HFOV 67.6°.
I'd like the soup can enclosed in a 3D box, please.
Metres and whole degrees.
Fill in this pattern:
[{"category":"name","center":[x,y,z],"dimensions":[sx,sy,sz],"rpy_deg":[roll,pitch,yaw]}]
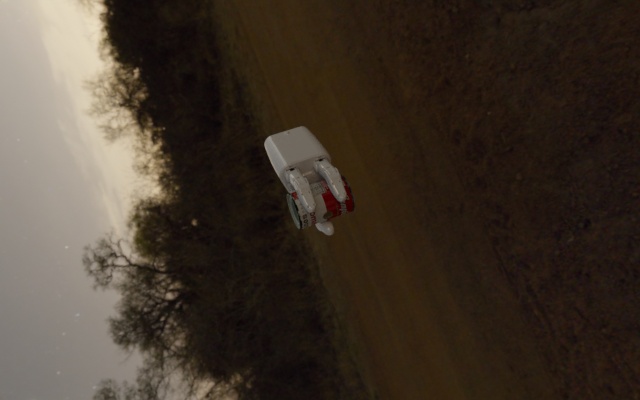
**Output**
[{"category":"soup can","center":[0.000,0.003,0.826],"dimensions":[0.102,0.068,0.068],"rpy_deg":[-19,4,-13]}]
